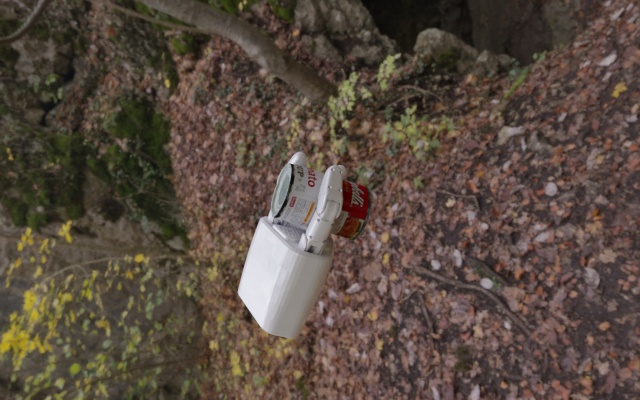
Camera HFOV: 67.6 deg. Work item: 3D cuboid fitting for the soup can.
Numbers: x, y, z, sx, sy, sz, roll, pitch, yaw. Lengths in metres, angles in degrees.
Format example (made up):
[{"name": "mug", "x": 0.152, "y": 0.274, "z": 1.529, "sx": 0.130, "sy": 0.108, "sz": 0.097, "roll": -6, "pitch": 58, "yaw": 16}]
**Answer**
[{"name": "soup can", "x": 0.000, "y": 0.001, "z": 0.565, "sx": 0.102, "sy": 0.068, "sz": 0.068, "roll": 17, "pitch": -6, "yaw": -18}]
